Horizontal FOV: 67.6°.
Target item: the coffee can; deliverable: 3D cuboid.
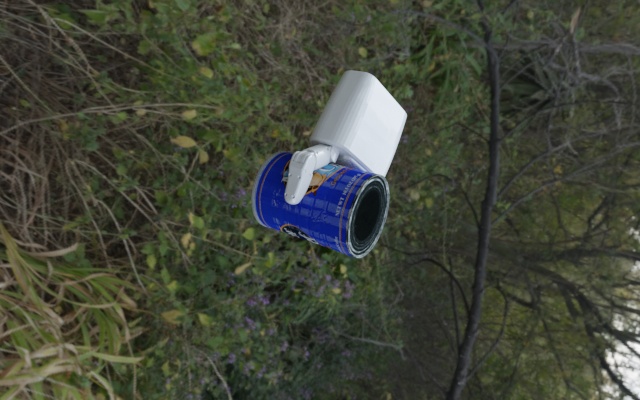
[{"bbox_3d":[0.000,0.002,0.594,0.140,0.103,0.103,16,8,30],"label":"coffee can"}]
